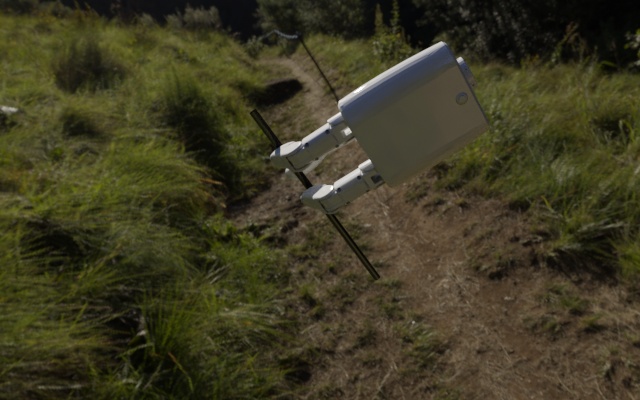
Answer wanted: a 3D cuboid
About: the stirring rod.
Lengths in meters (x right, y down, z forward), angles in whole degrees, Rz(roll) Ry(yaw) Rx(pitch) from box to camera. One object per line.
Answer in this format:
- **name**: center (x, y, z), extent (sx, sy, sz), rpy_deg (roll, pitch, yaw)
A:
- **stirring rod**: center (0.000, 0.002, 0.514), extent (0.011, 0.240, 0.011), rpy_deg (-31, 23, 15)
